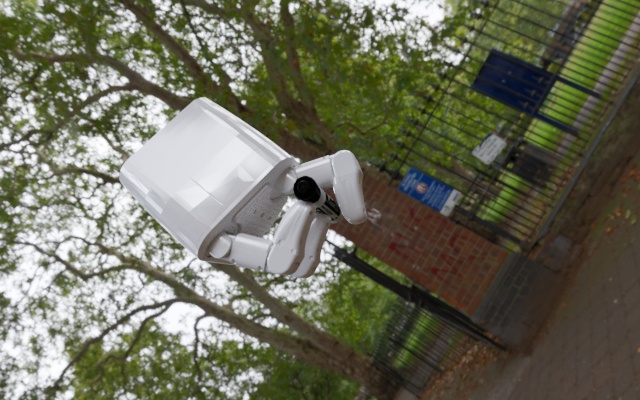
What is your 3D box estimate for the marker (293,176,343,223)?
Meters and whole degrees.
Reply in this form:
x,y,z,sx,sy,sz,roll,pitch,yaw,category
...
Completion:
x,y,z,sx,sy,sz,roll,pitch,yaw,category
0.000,0.001,0.410,0.020,0.020,0.121,0,-11,13,marker
